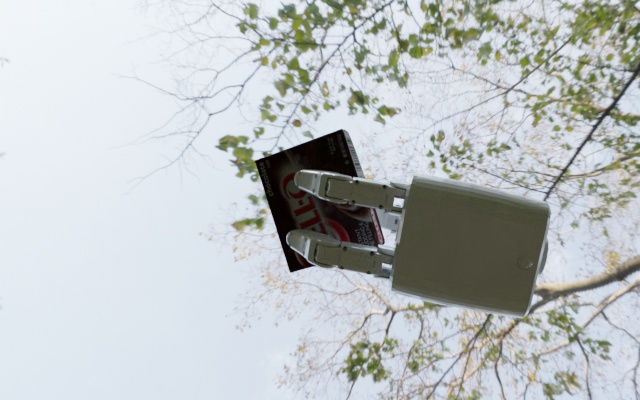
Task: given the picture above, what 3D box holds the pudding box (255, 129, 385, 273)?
[{"bbox_3d":[0.000,0.001,0.442,0.090,0.113,0.039,-18,-2,17],"label":"pudding box"}]
